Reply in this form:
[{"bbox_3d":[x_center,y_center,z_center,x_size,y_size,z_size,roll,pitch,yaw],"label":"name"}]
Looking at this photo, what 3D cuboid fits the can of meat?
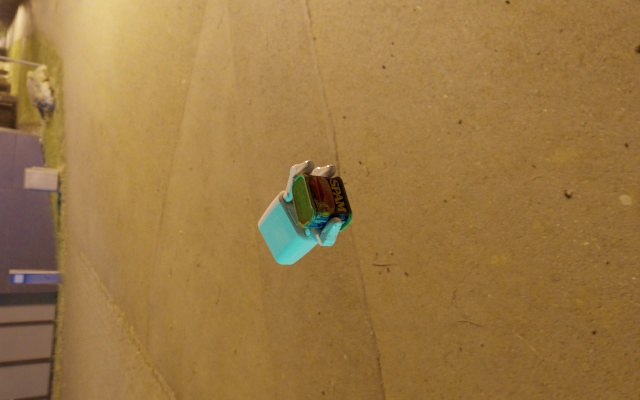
[{"bbox_3d":[0.000,0.003,0.863,0.084,0.102,0.057,5,-33,-34],"label":"can of meat"}]
